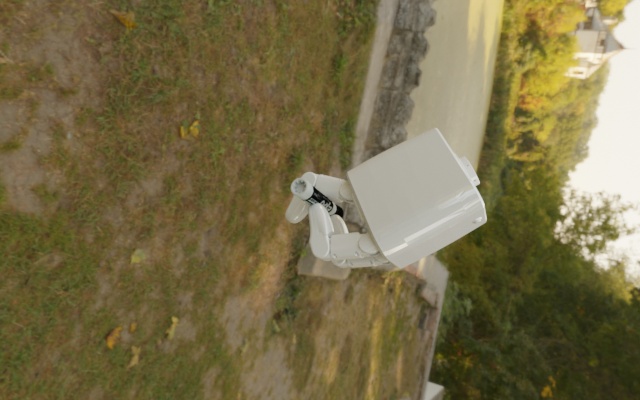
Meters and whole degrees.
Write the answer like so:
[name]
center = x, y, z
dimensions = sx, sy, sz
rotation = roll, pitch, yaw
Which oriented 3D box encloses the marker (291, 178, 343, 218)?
[marker]
center = 0.000, 0.002, 0.519
dimensions = 0.020, 0.020, 0.121
rotation = 0, -15, 21
